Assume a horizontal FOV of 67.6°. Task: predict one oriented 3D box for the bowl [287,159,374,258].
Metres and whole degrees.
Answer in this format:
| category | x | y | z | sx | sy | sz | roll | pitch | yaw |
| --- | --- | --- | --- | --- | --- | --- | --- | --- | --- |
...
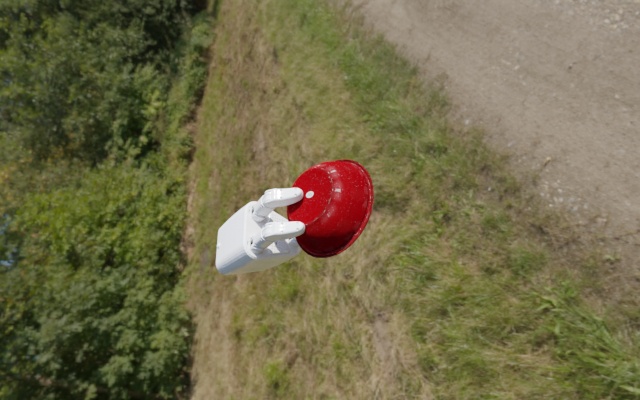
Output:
| category | x | y | z | sx | sy | sz | roll | pitch | yaw |
| --- | --- | --- | --- | --- | --- | --- | --- | --- | --- |
| bowl | 0.001 | 0.001 | 0.721 | 0.162 | 0.162 | 0.055 | 0 | -20 | 44 |
